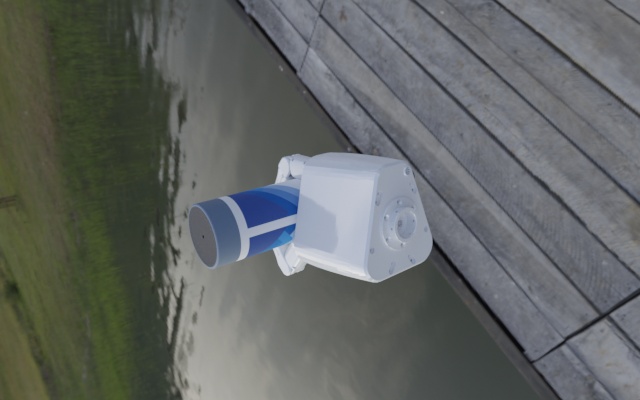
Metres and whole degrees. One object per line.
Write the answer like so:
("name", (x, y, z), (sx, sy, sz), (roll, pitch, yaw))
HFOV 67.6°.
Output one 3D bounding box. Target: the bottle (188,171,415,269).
("bottle", (0.000, 0.002, 0.551), (0.295, 0.069, 0.069), (-16, 9, -35))
